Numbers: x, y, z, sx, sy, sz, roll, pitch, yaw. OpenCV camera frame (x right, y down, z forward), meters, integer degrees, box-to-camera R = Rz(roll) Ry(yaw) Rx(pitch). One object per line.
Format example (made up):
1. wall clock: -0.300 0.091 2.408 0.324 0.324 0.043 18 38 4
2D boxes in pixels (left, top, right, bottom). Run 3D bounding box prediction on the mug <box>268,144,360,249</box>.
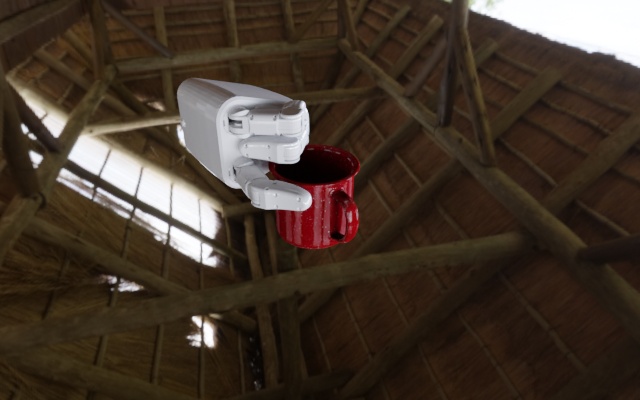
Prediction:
1. mug: 0.001 0.002 0.496 0.093 0.081 0.117 -20 37 -31
